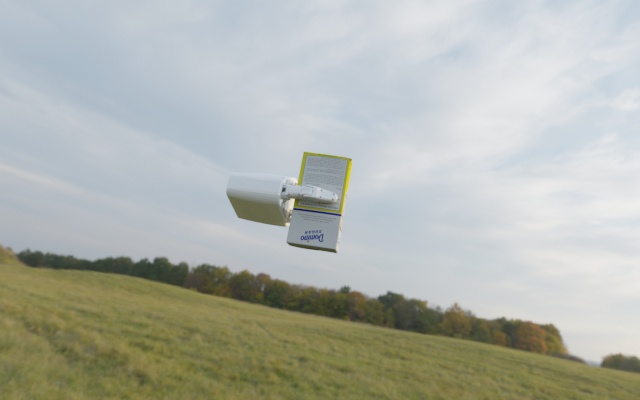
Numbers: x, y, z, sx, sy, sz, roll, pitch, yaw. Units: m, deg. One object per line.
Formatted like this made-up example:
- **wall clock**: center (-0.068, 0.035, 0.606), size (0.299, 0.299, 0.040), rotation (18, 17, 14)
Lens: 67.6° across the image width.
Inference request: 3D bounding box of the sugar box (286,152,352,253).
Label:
- **sugar box**: center (0.000, 0.003, 0.877), size (0.093, 0.176, 0.048), rotation (8, -13, 9)
